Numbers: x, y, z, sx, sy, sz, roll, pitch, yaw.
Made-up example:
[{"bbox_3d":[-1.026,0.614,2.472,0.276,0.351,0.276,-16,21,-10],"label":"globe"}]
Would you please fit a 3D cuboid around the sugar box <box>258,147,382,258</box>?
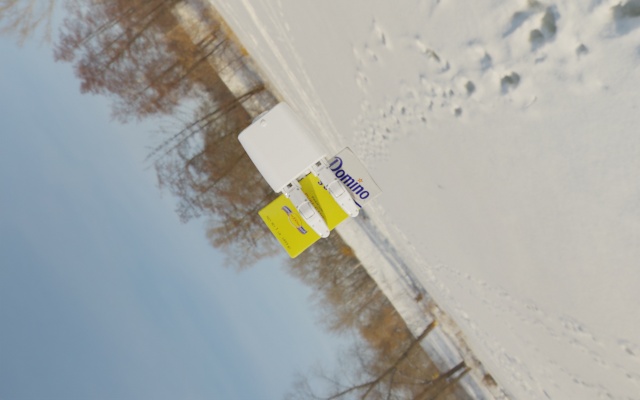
[{"bbox_3d":[0.000,0.002,0.757,0.176,0.093,0.048,-37,0,2],"label":"sugar box"}]
